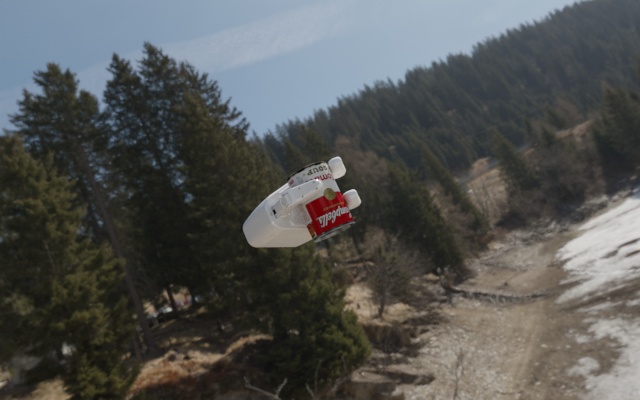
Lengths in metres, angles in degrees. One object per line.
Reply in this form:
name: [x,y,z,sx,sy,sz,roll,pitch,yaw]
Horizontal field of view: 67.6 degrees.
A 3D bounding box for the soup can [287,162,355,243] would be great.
soup can: [0.000,0.002,0.709,0.068,0.102,0.068,-24,-10,-5]
